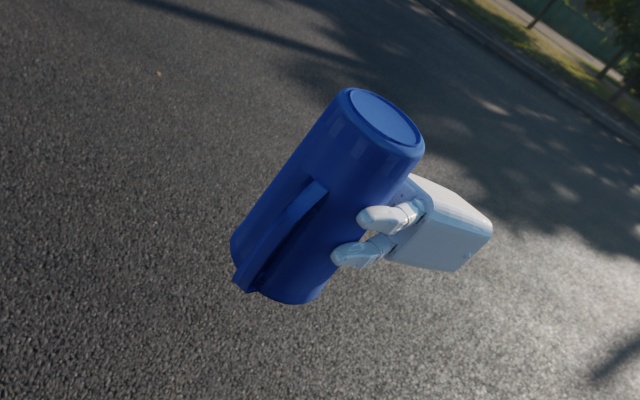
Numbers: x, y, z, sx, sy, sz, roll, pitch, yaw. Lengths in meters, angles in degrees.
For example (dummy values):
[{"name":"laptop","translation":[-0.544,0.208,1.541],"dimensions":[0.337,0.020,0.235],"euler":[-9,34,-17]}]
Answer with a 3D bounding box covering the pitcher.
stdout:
[{"name":"pitcher","translation":[0.000,0.002,0.534],"dimensions":[0.145,0.243,0.149],"euler":[18,37,-27]}]
